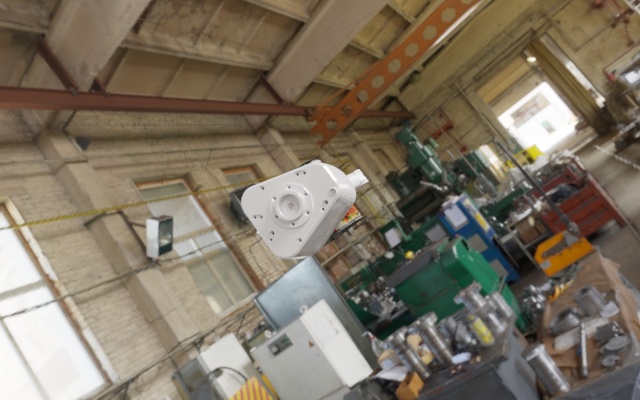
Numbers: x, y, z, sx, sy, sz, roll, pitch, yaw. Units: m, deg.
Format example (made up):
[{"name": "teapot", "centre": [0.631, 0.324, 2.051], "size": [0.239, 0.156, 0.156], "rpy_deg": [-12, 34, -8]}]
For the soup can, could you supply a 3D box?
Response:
[{"name": "soup can", "centre": [0.000, 0.002, 0.650], "size": [0.068, 0.102, 0.068], "rpy_deg": [-36, -9, -6]}]
